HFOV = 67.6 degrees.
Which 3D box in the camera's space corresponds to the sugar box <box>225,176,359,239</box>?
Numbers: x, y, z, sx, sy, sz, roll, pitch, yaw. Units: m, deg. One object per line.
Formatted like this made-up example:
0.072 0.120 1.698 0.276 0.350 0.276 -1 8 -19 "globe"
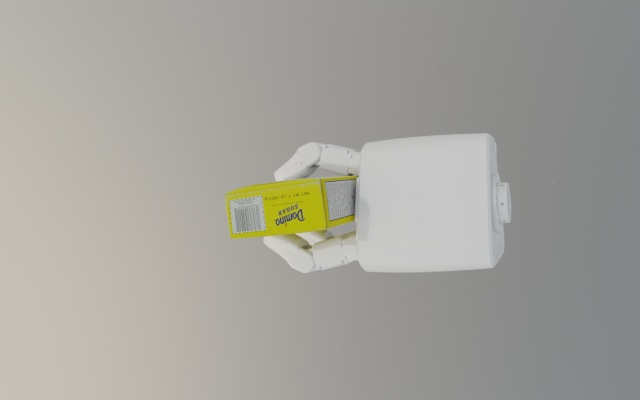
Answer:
0.000 0.002 0.453 0.093 0.048 0.176 -7 -1 27 "sugar box"
